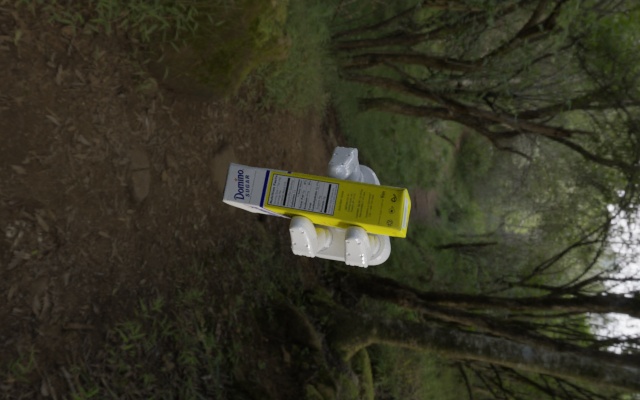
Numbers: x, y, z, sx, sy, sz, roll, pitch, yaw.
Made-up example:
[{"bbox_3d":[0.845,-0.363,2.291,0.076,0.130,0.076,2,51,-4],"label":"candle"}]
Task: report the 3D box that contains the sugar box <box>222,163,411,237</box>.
[{"bbox_3d":[0.000,0.002,0.487,0.176,0.048,0.093,6,-7,14],"label":"sugar box"}]
